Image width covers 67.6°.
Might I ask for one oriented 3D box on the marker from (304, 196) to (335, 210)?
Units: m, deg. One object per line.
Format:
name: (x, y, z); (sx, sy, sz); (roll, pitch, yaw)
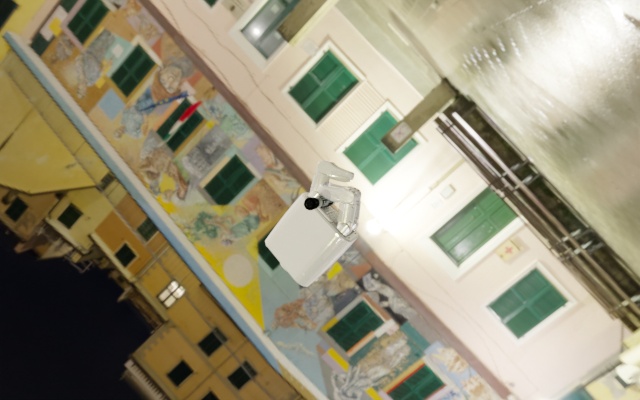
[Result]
marker: (0.000, 0.002, 0.726); (0.020, 0.020, 0.121); (0, 3, 16)
